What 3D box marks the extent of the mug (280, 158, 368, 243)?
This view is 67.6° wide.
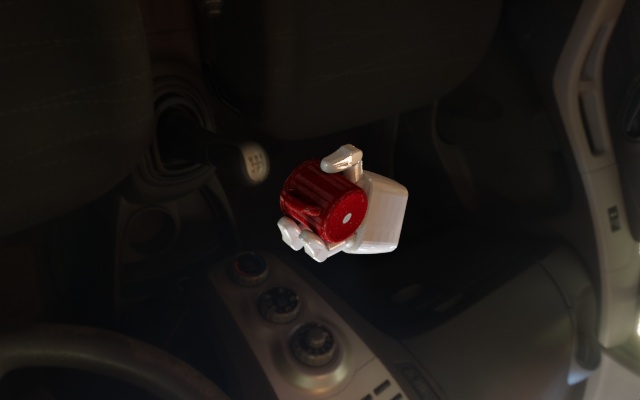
[{"bbox_3d":[-0.001,0.002,0.617,0.081,0.093,0.117,35,18,37],"label":"mug"}]
